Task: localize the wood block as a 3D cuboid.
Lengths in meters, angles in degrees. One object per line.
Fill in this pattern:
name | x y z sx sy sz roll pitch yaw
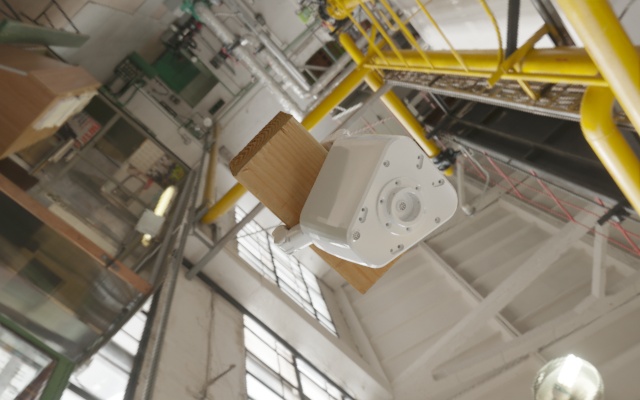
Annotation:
wood block | 0.000 0.002 0.562 0.206 0.091 0.090 45 0 -20
